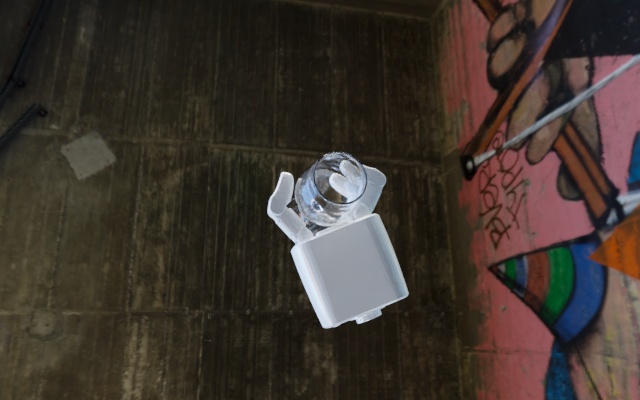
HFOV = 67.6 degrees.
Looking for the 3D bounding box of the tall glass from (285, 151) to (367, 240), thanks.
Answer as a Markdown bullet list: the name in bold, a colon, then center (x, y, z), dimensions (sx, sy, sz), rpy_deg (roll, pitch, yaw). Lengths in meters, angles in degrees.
- **tall glass**: center (0.000, 0.002, 0.612), dimensions (0.079, 0.079, 0.201), rpy_deg (0, -16, -13)
